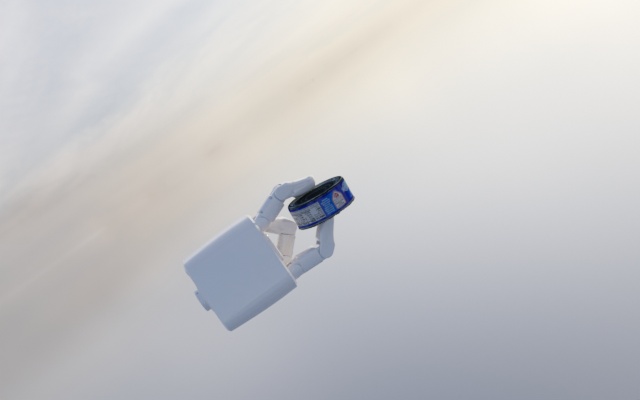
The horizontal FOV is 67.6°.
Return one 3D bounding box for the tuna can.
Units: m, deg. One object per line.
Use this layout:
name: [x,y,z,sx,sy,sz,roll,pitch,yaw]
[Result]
tuna can: [0.000,0.002,0.629,0.086,0.034,0.086,-29,11,6]
